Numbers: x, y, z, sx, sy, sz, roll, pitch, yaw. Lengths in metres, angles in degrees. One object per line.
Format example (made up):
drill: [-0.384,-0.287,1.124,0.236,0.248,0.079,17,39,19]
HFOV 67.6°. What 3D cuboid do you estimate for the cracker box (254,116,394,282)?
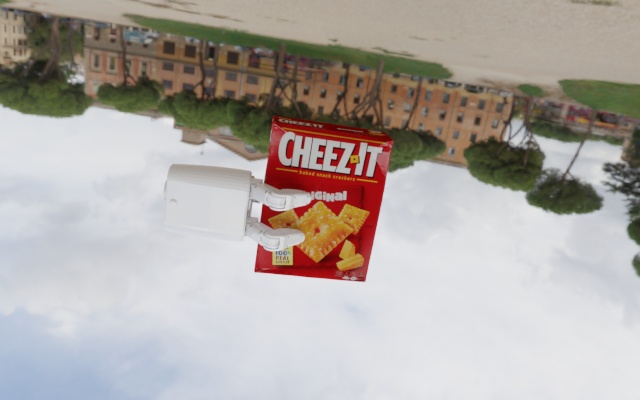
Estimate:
cracker box: [0.000,0.002,0.671,0.164,0.214,0.072,7,17,-7]
